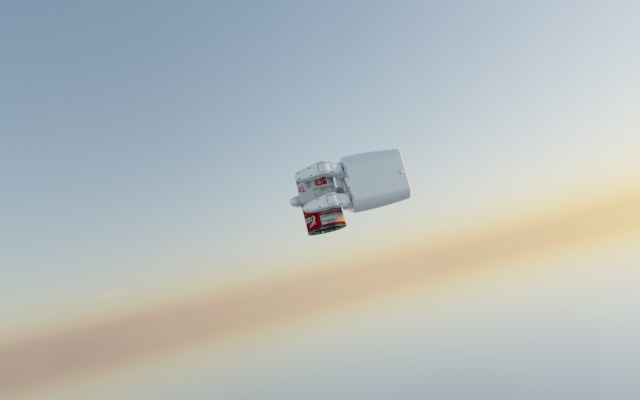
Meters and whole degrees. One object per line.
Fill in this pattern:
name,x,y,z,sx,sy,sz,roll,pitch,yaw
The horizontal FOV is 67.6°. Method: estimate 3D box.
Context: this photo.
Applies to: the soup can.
soup can,0.000,0.003,0.821,0.068,0.102,0.068,-13,-10,-3
